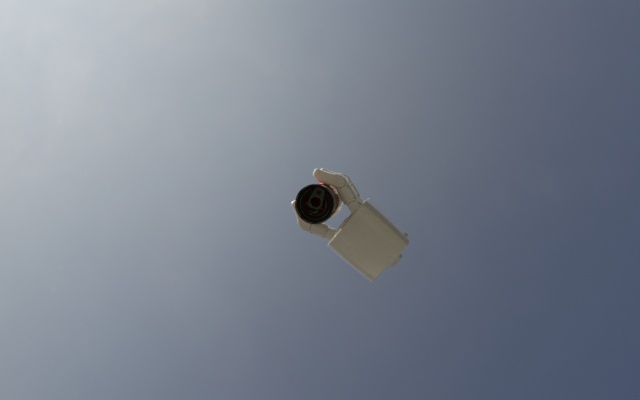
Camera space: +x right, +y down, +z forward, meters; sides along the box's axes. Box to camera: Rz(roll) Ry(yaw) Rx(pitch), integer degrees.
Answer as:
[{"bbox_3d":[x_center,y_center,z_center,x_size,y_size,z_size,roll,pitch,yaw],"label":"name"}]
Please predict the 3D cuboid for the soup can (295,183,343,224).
[{"bbox_3d":[0.000,0.003,0.847,0.068,0.068,0.102,0,4,12],"label":"soup can"}]
